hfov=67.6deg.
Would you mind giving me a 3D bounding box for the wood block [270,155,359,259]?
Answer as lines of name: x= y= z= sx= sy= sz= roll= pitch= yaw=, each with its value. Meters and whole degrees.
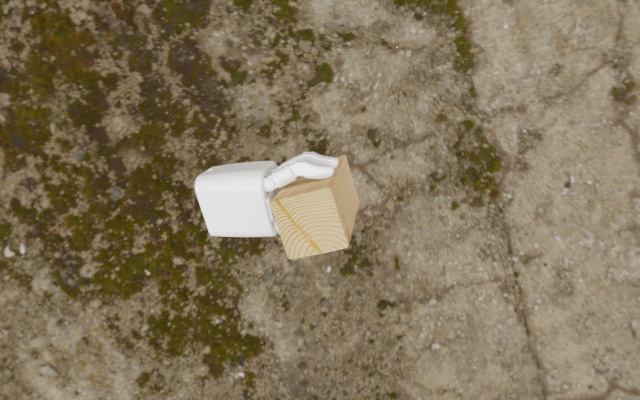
wood block: x=0.000 y=0.003 z=0.741 sx=0.090 sy=0.091 sz=0.206 roll=-13 pitch=15 yaw=13
